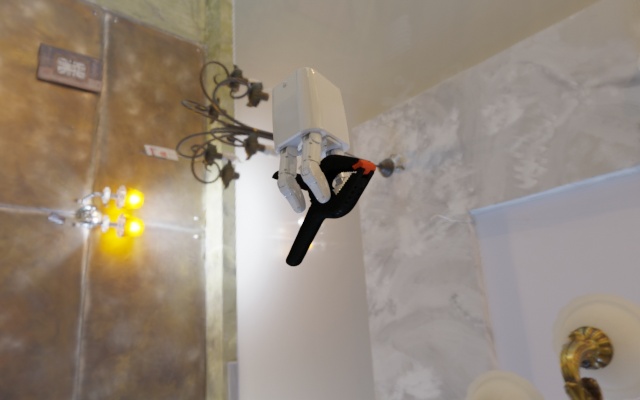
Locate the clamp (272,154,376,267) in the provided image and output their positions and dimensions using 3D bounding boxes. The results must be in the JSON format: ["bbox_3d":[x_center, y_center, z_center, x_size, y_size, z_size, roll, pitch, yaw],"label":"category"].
[{"bbox_3d":[0.001,0.002,0.711,0.036,0.164,0.210,7,-22,-41],"label":"clamp"}]
